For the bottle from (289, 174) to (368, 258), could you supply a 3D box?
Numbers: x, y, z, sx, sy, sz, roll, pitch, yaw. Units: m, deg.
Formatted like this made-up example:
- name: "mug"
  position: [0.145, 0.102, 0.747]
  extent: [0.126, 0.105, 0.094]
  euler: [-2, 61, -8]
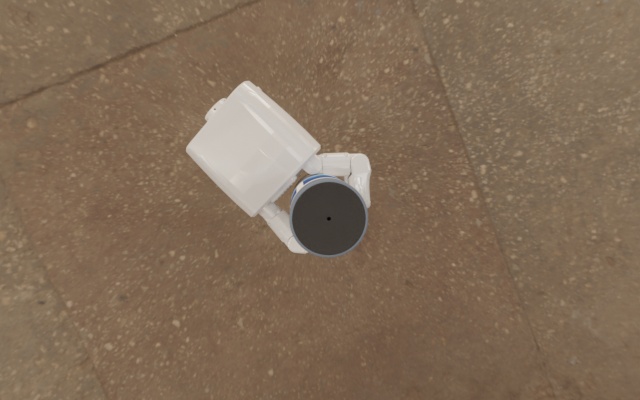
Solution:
- name: "bottle"
  position: [0.000, 0.002, 0.544]
  extent: [0.069, 0.069, 0.295]
  euler: [0, 5, -3]
